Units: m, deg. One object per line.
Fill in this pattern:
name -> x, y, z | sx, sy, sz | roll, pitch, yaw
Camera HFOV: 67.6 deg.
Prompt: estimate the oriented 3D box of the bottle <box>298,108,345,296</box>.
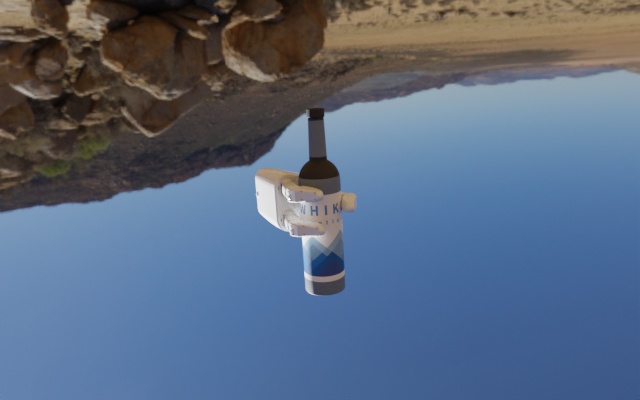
bottle -> 0.000, 0.003, 0.761 | 0.069, 0.296, 0.069 | -3, 14, 1
